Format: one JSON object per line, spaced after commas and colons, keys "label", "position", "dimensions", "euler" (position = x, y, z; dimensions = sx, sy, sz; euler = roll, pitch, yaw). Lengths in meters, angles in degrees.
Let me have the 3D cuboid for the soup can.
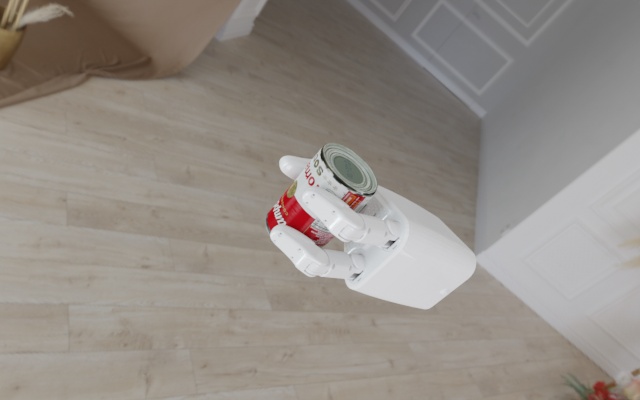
{"label": "soup can", "position": [0.000, 0.001, 0.473], "dimensions": [0.068, 0.068, 0.102], "euler": [0, -40, -48]}
